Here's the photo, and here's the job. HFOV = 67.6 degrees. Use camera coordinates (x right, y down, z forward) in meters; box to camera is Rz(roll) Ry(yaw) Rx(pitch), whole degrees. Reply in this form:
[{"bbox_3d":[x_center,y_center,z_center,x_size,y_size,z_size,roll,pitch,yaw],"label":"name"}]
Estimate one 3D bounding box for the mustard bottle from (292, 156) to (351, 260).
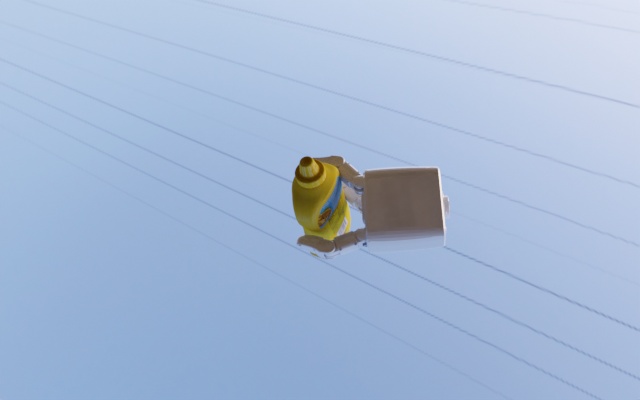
[{"bbox_3d":[0.000,0.002,0.687,0.058,0.096,0.192,17,-28,22],"label":"mustard bottle"}]
